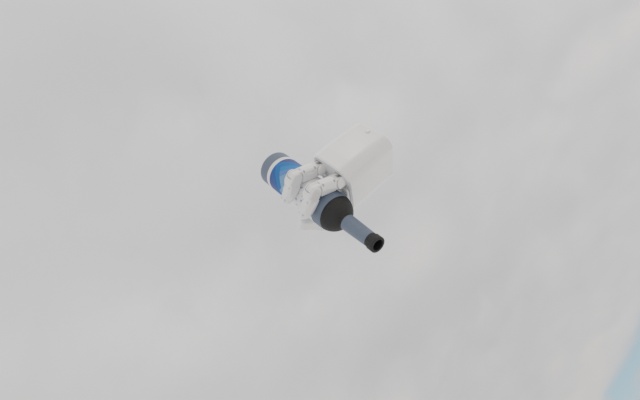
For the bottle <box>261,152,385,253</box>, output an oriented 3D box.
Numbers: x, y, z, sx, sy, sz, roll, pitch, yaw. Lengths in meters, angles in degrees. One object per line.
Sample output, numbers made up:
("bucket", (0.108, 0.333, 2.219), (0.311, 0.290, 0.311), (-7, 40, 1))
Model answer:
("bottle", (0.000, 0.003, 0.814), (0.069, 0.069, 0.295), (0, 26, -41))
